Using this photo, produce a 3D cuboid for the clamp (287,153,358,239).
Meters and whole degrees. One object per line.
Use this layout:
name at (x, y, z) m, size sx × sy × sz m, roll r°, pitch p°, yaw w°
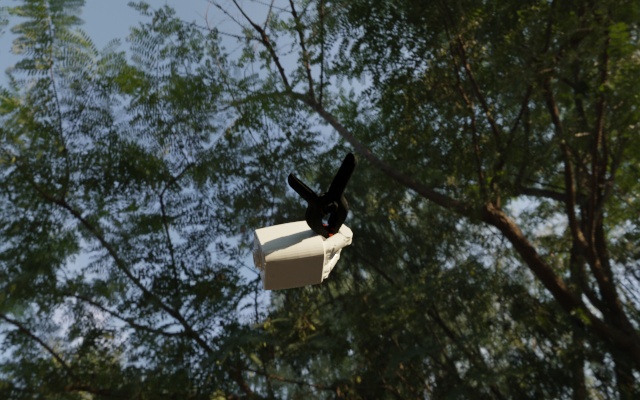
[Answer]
clamp at (0.000, 0.002, 0.804) m, size 0.120 × 0.172 × 0.039 m, roll -9°, pitch 38°, yaw -17°
